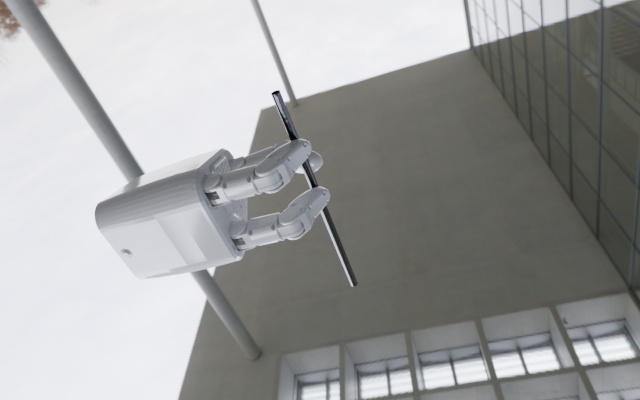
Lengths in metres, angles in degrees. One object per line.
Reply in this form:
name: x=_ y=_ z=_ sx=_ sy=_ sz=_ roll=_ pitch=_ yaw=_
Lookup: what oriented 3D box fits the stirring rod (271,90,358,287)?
stirring rod: x=0.000 y=0.001 z=0.468 sx=0.011 sy=0.240 sz=0.011 roll=-15 pitch=35 yaw=11
